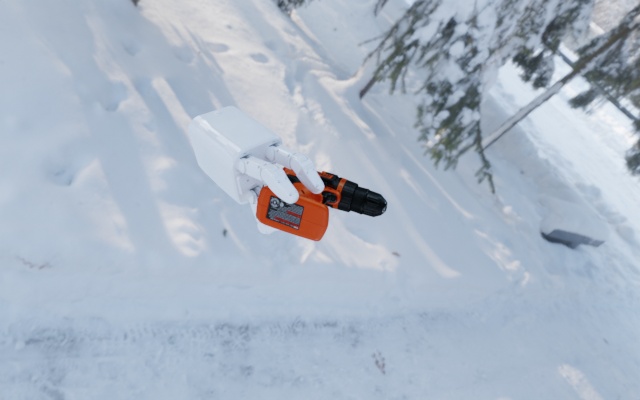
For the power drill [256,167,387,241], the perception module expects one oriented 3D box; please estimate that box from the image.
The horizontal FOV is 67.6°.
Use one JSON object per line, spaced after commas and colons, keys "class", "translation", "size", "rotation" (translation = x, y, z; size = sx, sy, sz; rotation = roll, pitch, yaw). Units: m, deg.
{"class": "power drill", "translation": [0.000, 0.002, 0.718], "size": [0.184, 0.057, 0.187], "rotation": [16, 17, 13]}
